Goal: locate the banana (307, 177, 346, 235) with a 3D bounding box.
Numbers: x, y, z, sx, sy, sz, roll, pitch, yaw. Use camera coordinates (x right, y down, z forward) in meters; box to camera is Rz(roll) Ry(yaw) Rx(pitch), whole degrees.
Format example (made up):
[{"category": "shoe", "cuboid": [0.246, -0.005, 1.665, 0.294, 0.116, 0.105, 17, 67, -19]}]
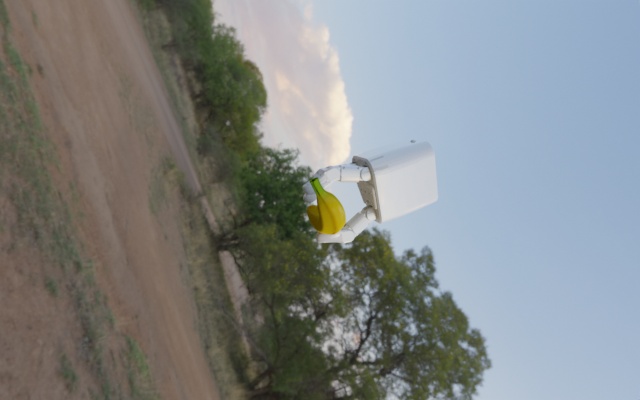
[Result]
[{"category": "banana", "cuboid": [0.008, 0.018, 0.695, 0.037, 0.069, 0.198, -22, -10, -9]}]
